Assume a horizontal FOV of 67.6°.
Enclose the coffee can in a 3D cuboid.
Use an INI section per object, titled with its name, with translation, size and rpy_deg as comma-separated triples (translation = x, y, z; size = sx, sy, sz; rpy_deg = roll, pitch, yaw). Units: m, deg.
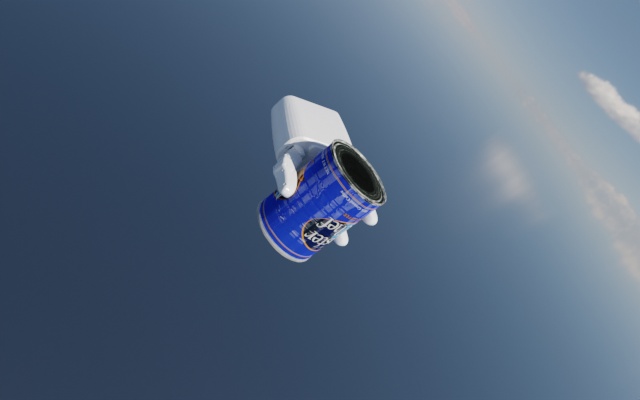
[coffee can]
translation = 0.000, 0.002, 0.628
size = 0.140, 0.102, 0.103
rpy_deg = -38, -18, 25
